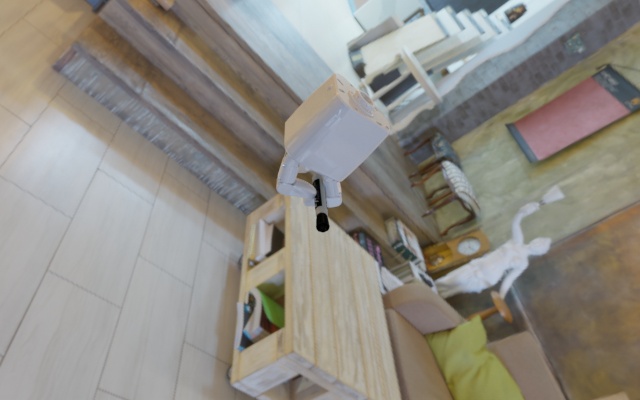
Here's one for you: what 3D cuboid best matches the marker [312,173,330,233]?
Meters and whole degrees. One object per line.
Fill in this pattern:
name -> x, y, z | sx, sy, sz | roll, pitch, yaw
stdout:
marker -> 0.000, 0.002, 0.690 | 0.020, 0.020, 0.121 | 0, 39, -4
